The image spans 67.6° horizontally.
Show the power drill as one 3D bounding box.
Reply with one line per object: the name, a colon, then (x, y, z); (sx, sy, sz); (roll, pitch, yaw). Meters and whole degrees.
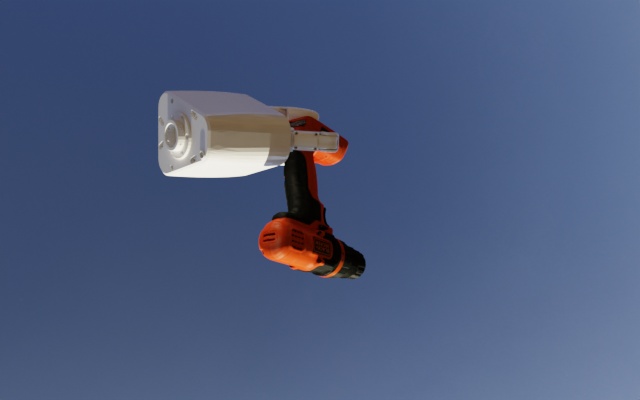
power drill: (0.000, 0.001, 0.607); (0.057, 0.187, 0.184); (-14, -24, 32)
